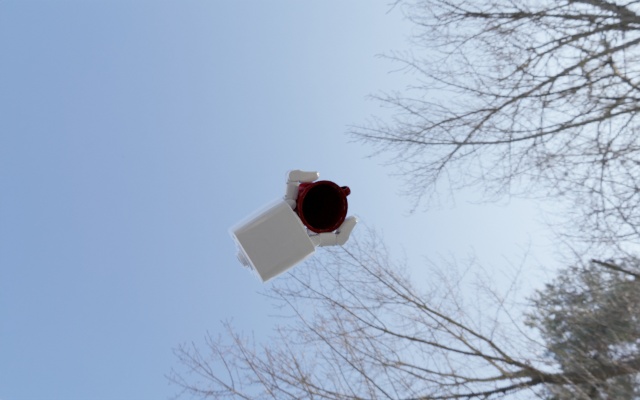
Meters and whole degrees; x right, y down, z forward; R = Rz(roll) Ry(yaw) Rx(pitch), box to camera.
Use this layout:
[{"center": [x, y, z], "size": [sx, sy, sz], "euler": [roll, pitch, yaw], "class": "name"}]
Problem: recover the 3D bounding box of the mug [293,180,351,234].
[{"center": [0.001, 0.002, 0.857], "size": [0.117, 0.093, 0.081], "euler": [-30, 15, -19], "class": "mug"}]
